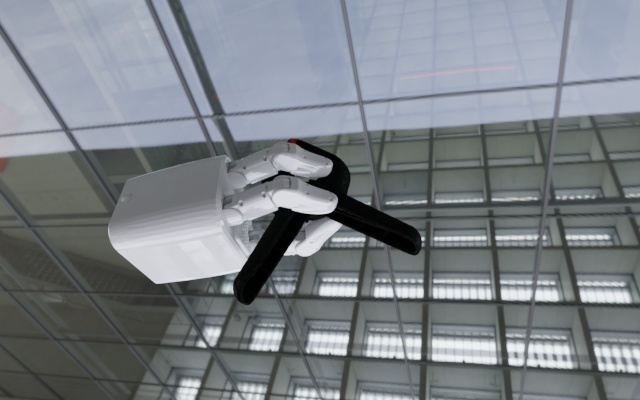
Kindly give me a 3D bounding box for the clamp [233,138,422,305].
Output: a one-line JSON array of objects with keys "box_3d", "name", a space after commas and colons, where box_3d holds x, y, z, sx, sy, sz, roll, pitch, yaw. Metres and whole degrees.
[{"box_3d": [0.000, 0.002, 0.470, 0.164, 0.036, 0.209, -11, 40, 4], "name": "clamp"}]
